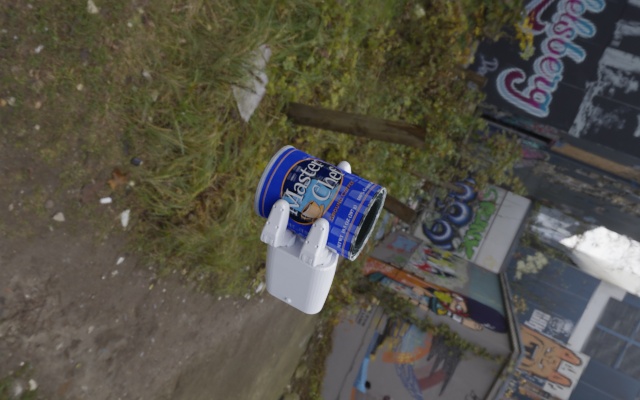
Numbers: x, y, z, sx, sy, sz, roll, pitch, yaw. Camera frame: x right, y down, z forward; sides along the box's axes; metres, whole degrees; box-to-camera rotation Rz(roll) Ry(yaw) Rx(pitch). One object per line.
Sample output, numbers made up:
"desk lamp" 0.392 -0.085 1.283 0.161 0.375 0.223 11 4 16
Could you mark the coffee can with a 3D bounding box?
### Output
"coffee can" 0.000 0.002 0.619 0.140 0.103 0.103 25 7 15
